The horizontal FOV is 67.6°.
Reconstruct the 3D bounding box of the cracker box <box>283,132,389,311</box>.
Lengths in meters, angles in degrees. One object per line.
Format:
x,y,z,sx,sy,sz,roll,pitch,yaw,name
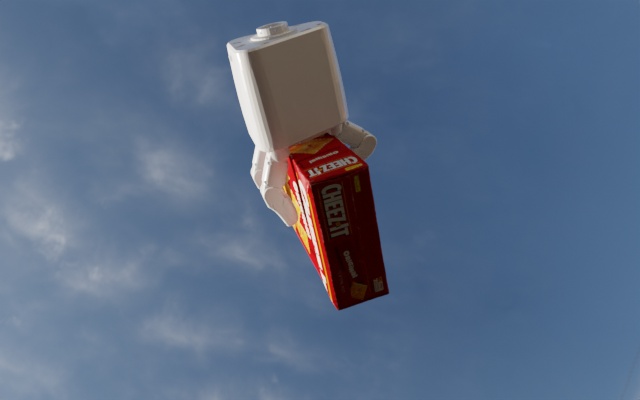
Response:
0.000,0.002,0.580,0.072,0.164,0.213,-18,29,-10,cracker box
